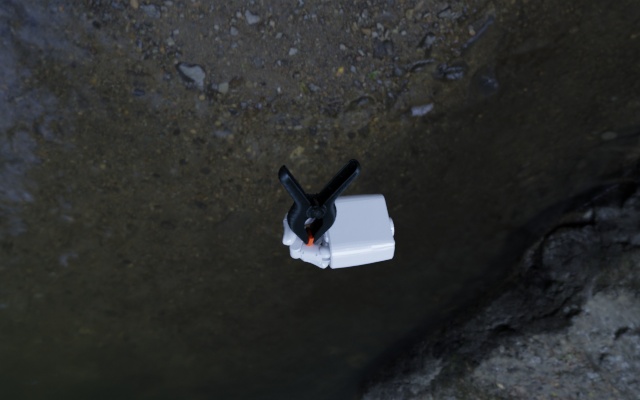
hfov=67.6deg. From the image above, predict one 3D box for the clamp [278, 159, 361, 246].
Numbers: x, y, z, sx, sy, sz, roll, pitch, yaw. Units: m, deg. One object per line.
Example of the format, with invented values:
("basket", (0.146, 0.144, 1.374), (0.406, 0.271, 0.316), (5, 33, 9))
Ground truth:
("clamp", (0.000, 0.003, 0.724), (0.120, 0.039, 0.172), (-8, -40, -7))
